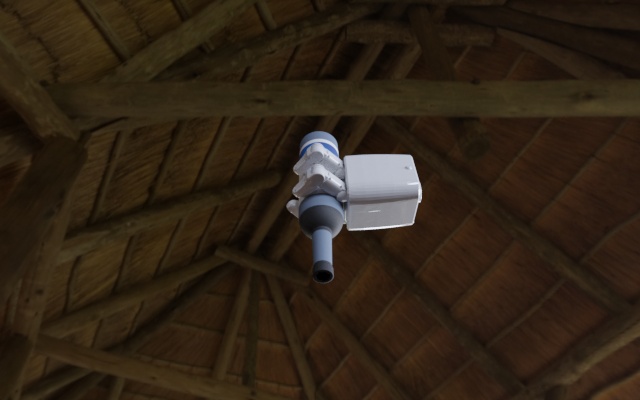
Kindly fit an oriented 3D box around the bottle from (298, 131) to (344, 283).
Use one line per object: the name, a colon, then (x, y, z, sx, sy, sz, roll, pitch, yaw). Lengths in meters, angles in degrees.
bottle: (0.000, 0.002, 0.725, 0.069, 0.069, 0.295, 0, 41, -2)
